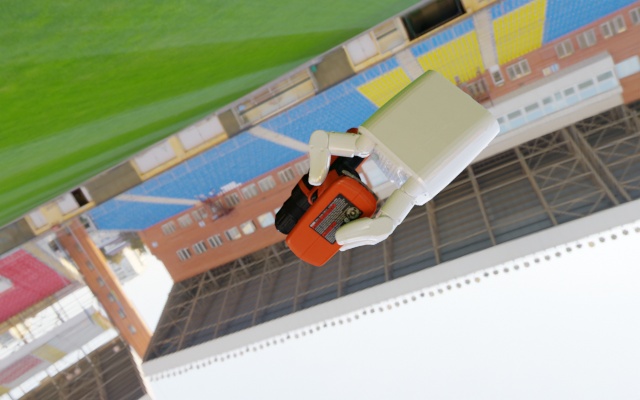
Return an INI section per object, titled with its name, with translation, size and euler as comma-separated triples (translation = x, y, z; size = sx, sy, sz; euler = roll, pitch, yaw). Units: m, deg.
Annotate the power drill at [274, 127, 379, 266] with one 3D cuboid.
[power drill]
translation = 0.000, 0.002, 0.591
size = 0.057, 0.184, 0.187
euler = 36, 17, -15
